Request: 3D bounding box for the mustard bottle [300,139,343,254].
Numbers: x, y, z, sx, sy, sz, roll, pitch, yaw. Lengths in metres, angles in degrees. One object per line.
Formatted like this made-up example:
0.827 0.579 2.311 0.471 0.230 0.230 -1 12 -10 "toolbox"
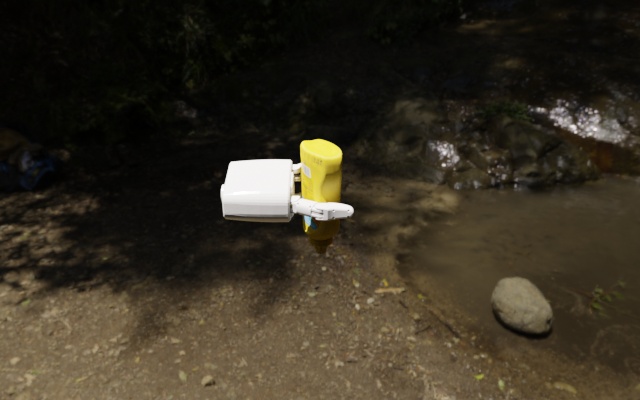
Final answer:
0.000 0.002 0.790 0.058 0.192 0.096 -11 27 -23 "mustard bottle"
